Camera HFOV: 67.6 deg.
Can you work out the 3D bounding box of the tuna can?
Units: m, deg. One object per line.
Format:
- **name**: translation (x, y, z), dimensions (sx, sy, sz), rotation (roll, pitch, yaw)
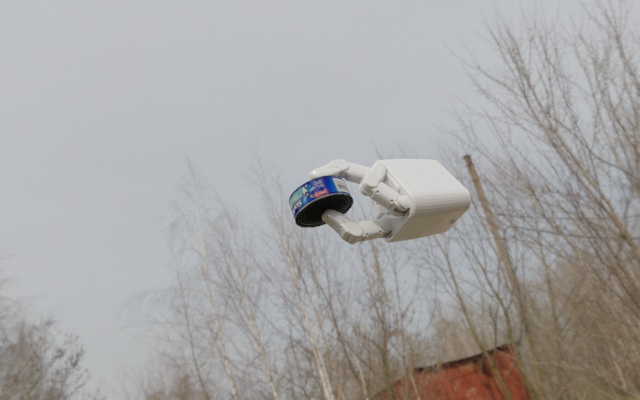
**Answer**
- **tuna can**: translation (0.000, 0.002, 0.663), dimensions (0.086, 0.033, 0.086), rotation (-18, -26, -9)
